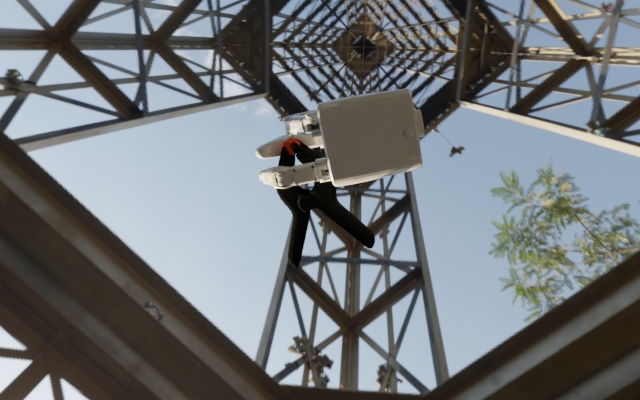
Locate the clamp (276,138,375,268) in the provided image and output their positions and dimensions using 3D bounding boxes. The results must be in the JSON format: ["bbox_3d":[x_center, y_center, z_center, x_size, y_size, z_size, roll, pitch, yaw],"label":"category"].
[{"bbox_3d":[0.000,0.002,0.611,0.120,0.171,0.039,-10,17,9],"label":"clamp"}]
